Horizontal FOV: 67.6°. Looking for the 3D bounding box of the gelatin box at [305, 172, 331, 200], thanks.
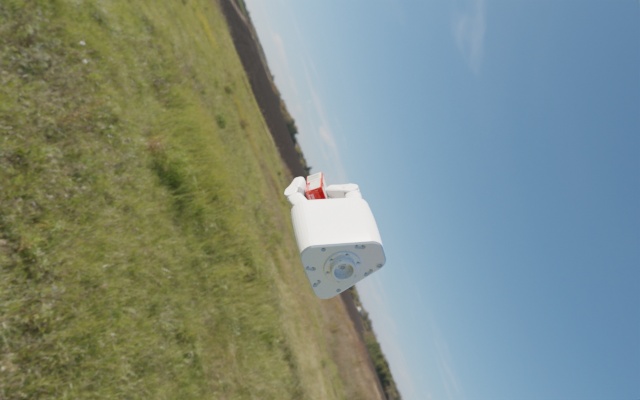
[{"bbox_3d":[0.001,0.002,0.769,0.030,0.073,0.089,-17,18,6],"label":"gelatin box"}]
